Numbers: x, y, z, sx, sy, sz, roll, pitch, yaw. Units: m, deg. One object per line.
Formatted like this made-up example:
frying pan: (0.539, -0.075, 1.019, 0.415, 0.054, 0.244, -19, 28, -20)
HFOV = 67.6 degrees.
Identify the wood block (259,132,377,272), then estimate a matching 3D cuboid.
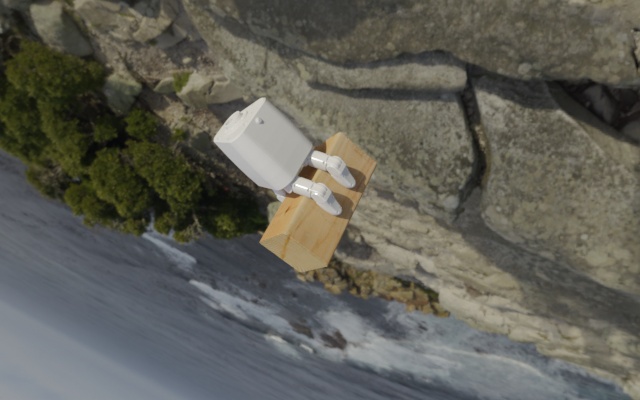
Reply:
wood block: (0.000, 0.002, 0.780, 0.090, 0.206, 0.091, 38, -29, -18)
